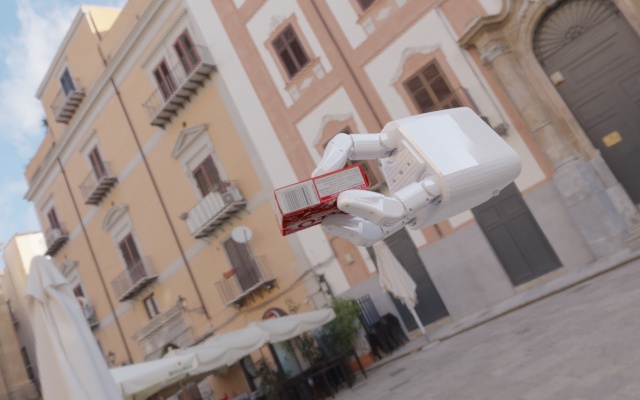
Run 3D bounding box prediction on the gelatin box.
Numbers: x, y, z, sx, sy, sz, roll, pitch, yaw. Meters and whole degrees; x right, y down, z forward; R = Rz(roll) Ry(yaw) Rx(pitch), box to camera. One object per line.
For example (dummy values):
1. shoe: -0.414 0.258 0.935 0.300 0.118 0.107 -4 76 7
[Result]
1. gelatin box: 0.000 0.001 0.473 0.089 0.030 0.073 -17 -17 -10
